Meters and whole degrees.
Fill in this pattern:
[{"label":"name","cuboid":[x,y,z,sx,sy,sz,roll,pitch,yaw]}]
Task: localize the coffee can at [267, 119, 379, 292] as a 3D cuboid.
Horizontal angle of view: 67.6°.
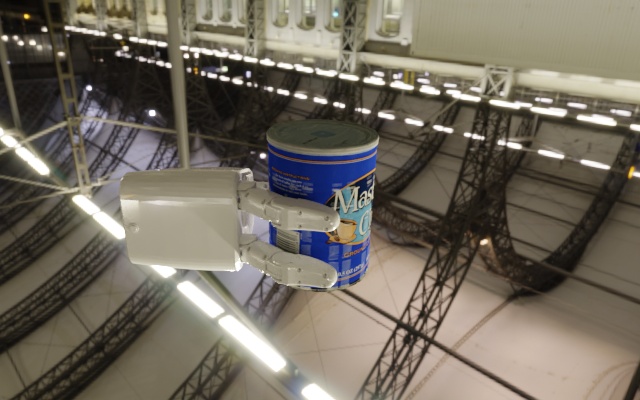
[{"label":"coffee can","cuboid":[0.000,0.001,0.464,0.103,0.140,0.102,2,23,-1]}]
